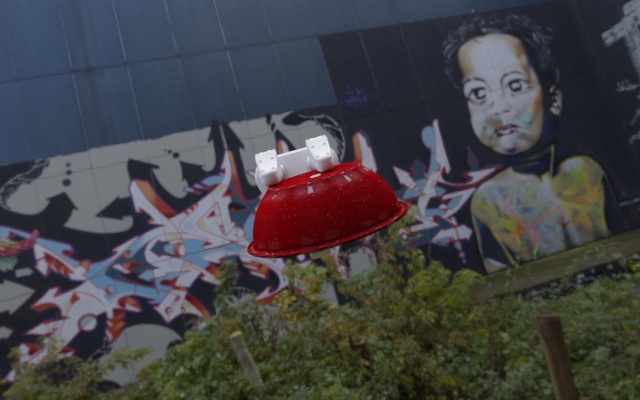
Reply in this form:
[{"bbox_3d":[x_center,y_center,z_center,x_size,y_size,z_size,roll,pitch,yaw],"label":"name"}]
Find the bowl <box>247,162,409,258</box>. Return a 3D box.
[{"bbox_3d":[0.000,0.001,0.462,0.162,0.055,0.162,-15,9,3],"label":"bowl"}]
